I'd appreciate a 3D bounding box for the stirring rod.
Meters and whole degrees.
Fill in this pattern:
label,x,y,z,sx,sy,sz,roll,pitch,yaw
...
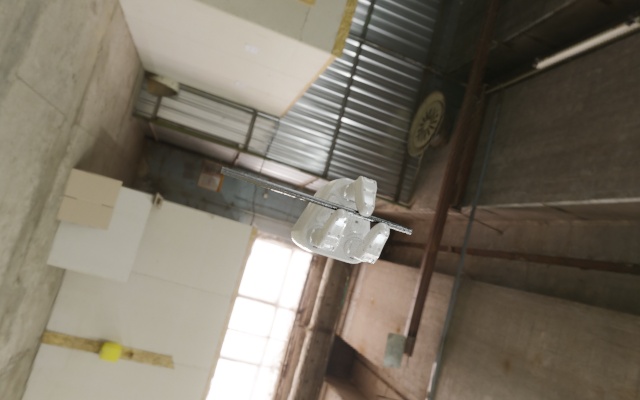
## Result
label,x,y,z,sx,sy,sz,roll,pitch,yaw
stirring rod,0.000,0.002,0.564,0.239,0.011,0.011,18,-4,-13
